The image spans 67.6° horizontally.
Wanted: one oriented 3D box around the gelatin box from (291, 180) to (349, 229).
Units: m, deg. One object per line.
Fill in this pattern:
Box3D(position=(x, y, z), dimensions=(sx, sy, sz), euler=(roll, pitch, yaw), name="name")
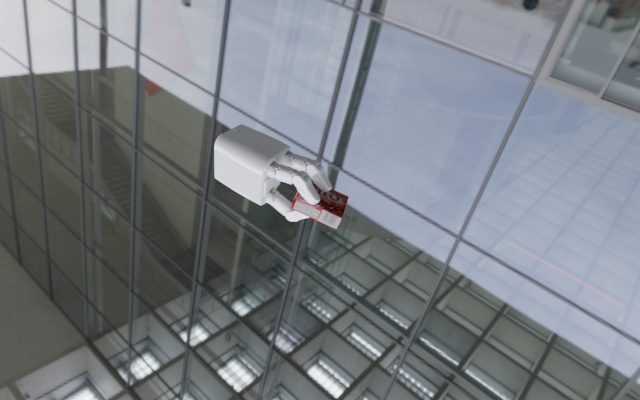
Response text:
Box3D(position=(0.000, 0.003, 0.836), dimensions=(0.089, 0.030, 0.073), euler=(25, 33, -2), name="gelatin box")
